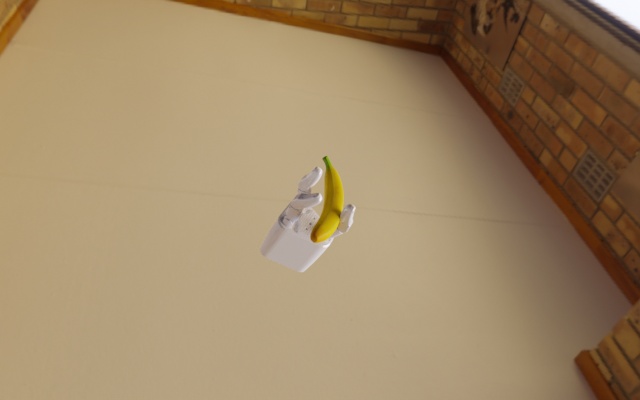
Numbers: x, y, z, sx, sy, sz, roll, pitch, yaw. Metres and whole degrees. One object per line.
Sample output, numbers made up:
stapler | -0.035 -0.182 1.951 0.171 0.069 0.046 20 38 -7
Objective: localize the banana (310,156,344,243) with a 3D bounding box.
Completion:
banana | 0.013 0.010 0.888 0.037 0.197 0.070 -29 -51 35
